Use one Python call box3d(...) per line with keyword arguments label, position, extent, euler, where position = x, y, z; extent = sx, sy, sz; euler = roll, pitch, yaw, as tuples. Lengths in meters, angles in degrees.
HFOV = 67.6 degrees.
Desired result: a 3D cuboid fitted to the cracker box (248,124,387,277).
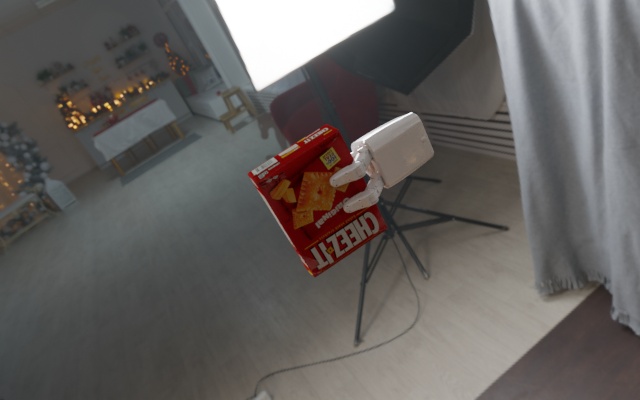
box3d(label="cracker box", position=(0.000, 0.003, 0.831), extent=(0.164, 0.214, 0.072), euler=(-33, 25, -7))
